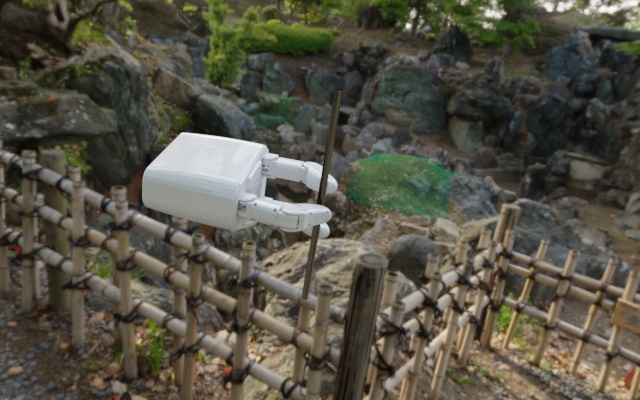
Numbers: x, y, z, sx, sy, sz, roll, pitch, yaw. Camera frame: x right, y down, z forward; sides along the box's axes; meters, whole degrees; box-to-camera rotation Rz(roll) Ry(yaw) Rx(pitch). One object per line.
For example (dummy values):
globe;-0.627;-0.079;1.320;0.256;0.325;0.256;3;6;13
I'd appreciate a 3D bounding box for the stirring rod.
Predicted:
stirring rod;0.000;0.002;0.515;0.011;0.240;0.011;8;20;-3
